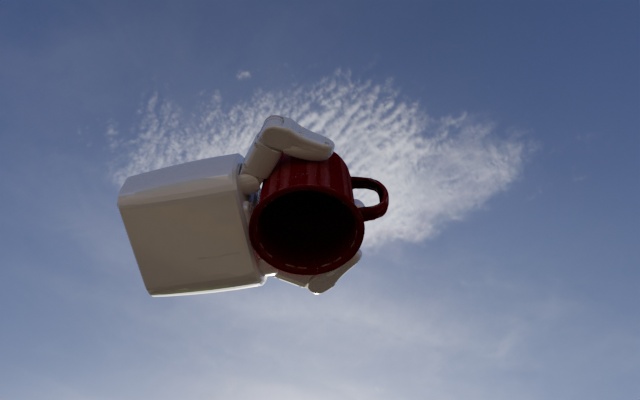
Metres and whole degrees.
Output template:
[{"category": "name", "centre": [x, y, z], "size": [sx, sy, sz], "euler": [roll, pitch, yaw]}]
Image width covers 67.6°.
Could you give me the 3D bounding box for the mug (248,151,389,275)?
[{"category": "mug", "centre": [0.001, 0.001, 0.412], "size": [0.117, 0.093, 0.081], "euler": [-9, 35, 5]}]
